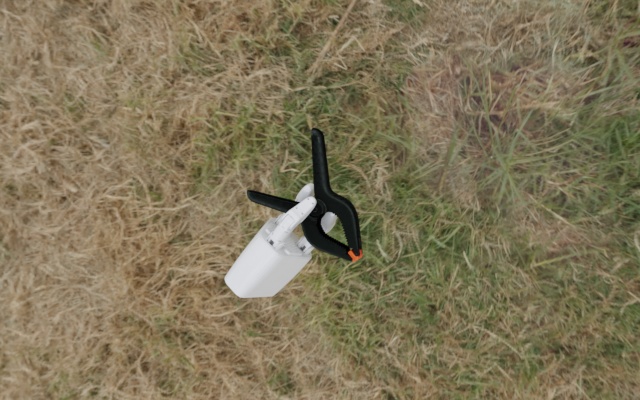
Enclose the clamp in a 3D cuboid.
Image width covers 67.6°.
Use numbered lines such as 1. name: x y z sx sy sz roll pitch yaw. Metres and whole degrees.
1. clamp: 0.000 0.003 0.749 0.210 0.164 0.036 45 18 11
